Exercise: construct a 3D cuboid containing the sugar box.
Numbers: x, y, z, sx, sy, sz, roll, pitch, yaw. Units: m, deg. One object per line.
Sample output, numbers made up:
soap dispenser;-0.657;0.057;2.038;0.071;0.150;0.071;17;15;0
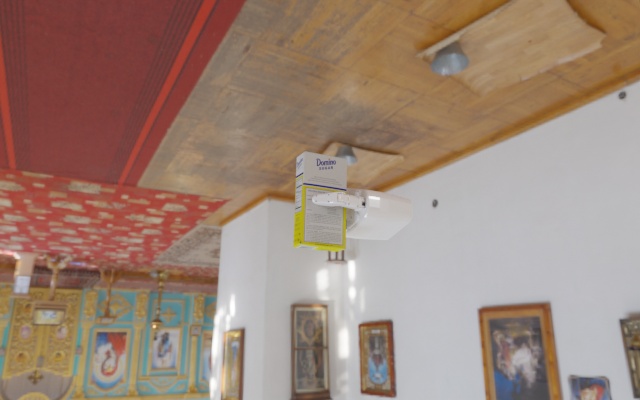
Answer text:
sugar box;0.000;0.003;0.895;0.093;0.176;0.048;9;-18;-24
